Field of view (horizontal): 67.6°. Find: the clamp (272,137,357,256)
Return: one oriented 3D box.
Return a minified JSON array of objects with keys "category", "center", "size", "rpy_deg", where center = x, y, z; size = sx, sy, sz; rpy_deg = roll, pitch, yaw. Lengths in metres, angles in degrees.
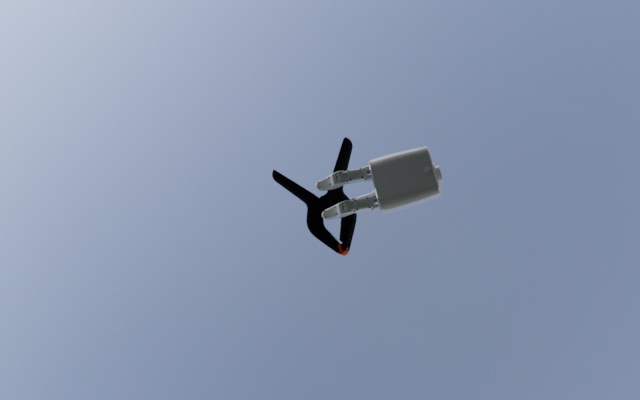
[{"category":"clamp","center":[0.001,0.003,0.877],"size":[0.164,0.210,0.036],"rpy_deg":[-17,-16,16]}]
